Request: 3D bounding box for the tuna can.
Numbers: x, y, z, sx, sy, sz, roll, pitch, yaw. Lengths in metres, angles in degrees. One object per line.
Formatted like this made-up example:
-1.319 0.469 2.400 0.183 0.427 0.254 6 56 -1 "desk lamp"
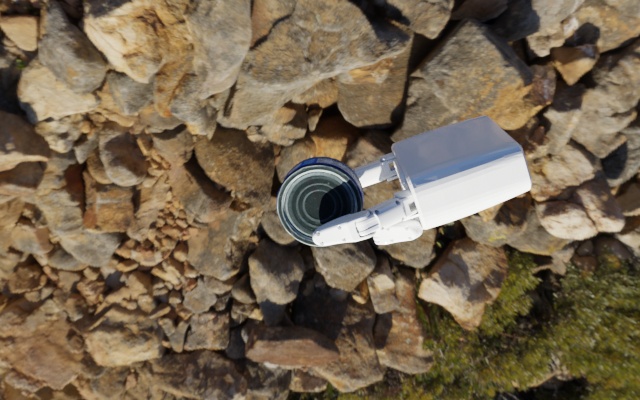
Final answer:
0.000 0.002 0.473 0.086 0.086 0.033 0 17 5 "tuna can"
